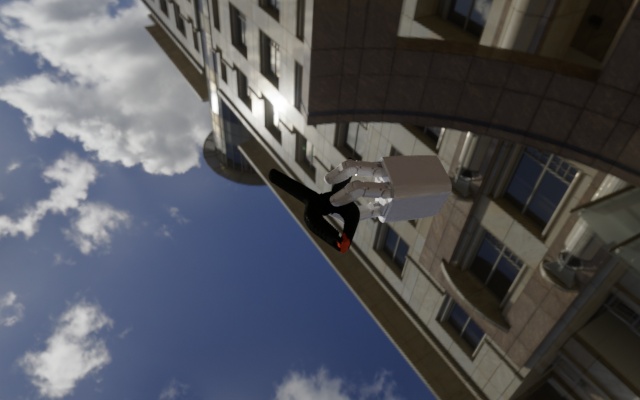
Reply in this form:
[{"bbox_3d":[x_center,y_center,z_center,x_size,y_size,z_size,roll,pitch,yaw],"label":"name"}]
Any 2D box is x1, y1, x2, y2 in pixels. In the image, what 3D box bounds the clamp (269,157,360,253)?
[{"bbox_3d":[0.000,0.004,0.820,0.164,0.036,0.209,-5,45,-8],"label":"clamp"}]
